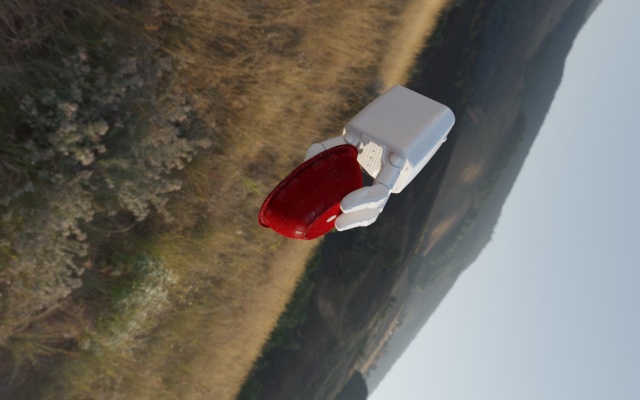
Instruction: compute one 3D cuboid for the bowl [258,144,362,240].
[{"bbox_3d":[-0.001,0.003,0.618,0.162,0.055,0.162,-34,-18,-12],"label":"bowl"}]
